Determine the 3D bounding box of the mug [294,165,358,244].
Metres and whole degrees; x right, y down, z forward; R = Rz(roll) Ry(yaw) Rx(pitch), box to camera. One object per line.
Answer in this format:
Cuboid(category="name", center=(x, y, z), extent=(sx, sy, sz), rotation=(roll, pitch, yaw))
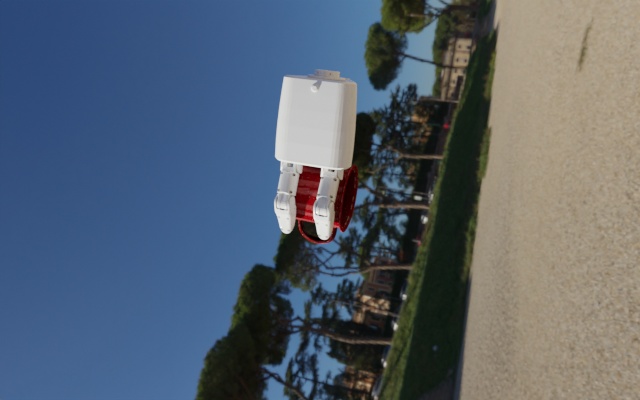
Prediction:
Cuboid(category="mug", center=(0.000, 0.003, 0.659), extent=(0.081, 0.117, 0.093), rotation=(11, 16, 14))
